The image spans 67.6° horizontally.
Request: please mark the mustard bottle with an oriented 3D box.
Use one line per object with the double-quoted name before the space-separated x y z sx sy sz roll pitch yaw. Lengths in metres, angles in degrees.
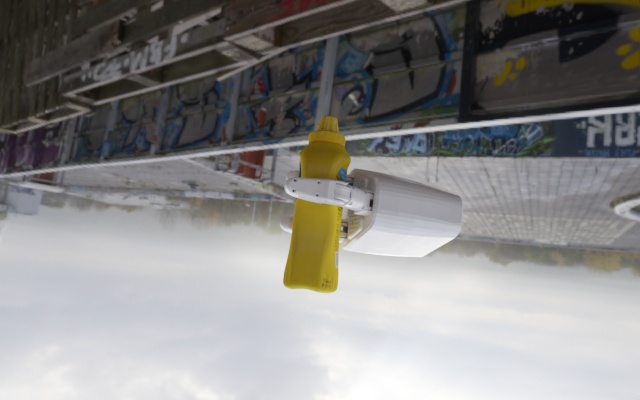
"mustard bottle" 0.000 0.002 0.521 0.058 0.191 0.096 5 -8 9
